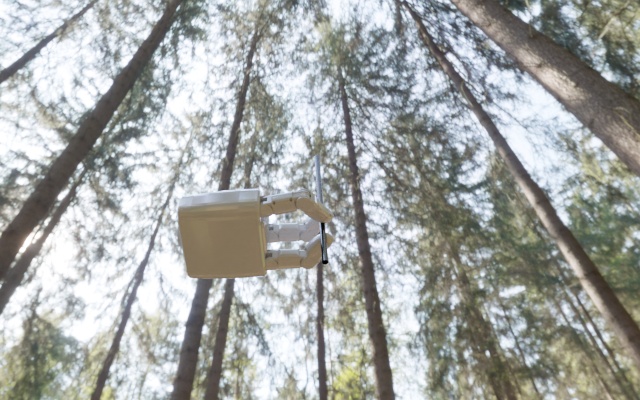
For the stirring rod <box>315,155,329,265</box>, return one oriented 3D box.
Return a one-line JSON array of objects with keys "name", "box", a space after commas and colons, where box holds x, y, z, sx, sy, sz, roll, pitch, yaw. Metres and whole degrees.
[{"name": "stirring rod", "box": [0.000, 0.002, 0.673, 0.011, 0.011, 0.239, 0, 37, -3]}]
